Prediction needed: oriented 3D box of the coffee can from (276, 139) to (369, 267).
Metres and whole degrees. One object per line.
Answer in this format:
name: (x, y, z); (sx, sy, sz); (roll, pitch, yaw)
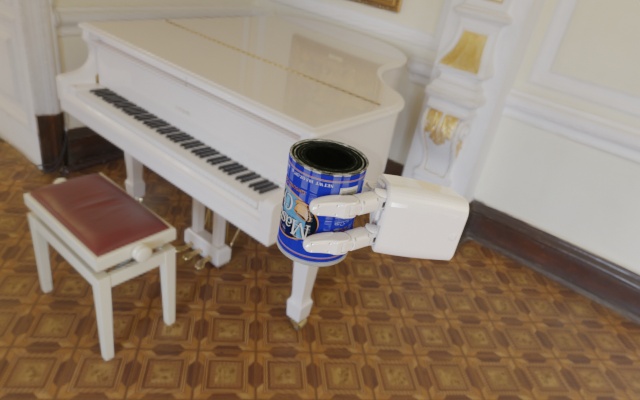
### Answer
coffee can: (0.000, 0.002, 0.640); (0.103, 0.140, 0.102); (8, 30, -5)
